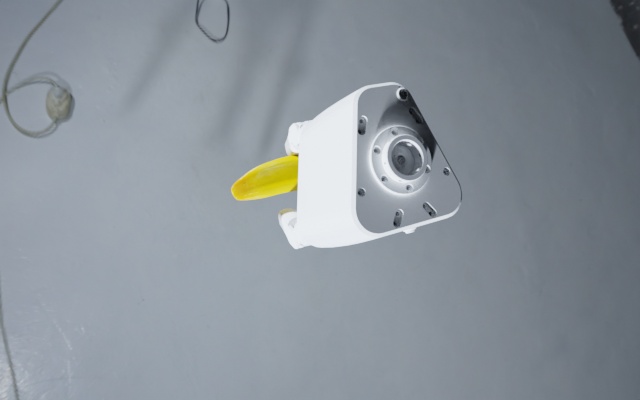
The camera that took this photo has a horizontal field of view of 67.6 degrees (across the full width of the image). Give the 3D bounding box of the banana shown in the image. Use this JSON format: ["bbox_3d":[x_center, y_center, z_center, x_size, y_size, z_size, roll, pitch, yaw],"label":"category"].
[{"bbox_3d":[0.007,-0.016,0.512,0.198,0.069,0.037,13,-7,-21],"label":"banana"}]
